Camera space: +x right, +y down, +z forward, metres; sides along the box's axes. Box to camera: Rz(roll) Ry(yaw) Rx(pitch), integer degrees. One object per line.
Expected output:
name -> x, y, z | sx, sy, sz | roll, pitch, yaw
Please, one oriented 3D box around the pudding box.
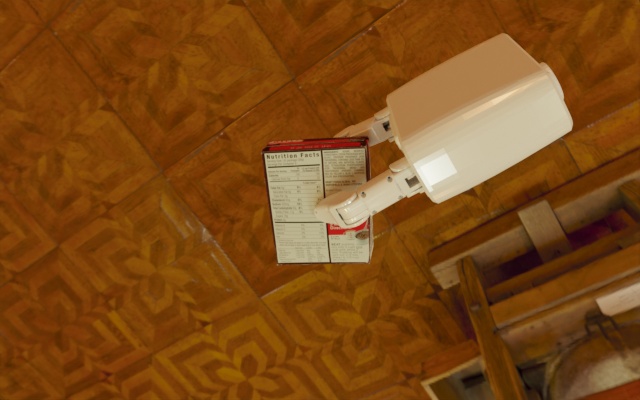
pudding box -> 0.000, 0.001, 0.424 | 0.090, 0.113, 0.039 | -1, 20, 8
